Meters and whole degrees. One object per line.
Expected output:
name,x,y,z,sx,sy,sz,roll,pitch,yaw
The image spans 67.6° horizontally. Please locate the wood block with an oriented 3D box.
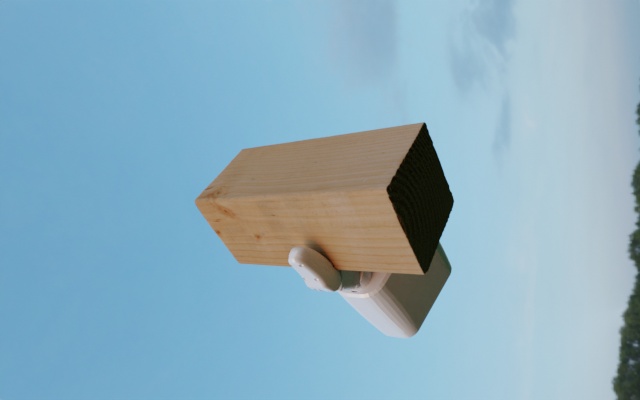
wood block,0.000,0.002,0.435,0.206,0.090,0.090,-3,39,37
